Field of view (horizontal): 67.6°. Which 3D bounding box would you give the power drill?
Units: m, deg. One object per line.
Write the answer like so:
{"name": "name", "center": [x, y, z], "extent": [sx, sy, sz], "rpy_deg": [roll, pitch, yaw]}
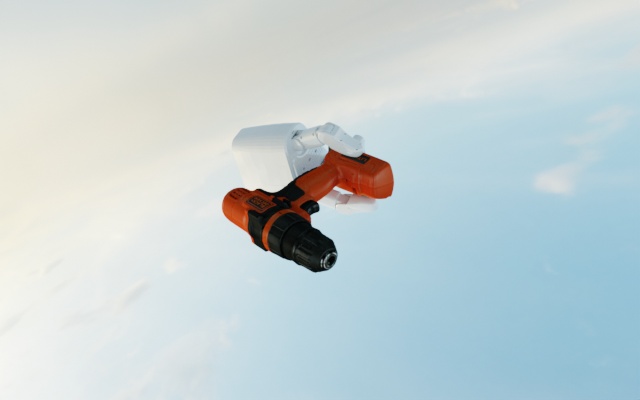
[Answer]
{"name": "power drill", "center": [0.000, 0.002, 0.572], "extent": [0.187, 0.057, 0.184], "rpy_deg": [-28, 38, -33]}
